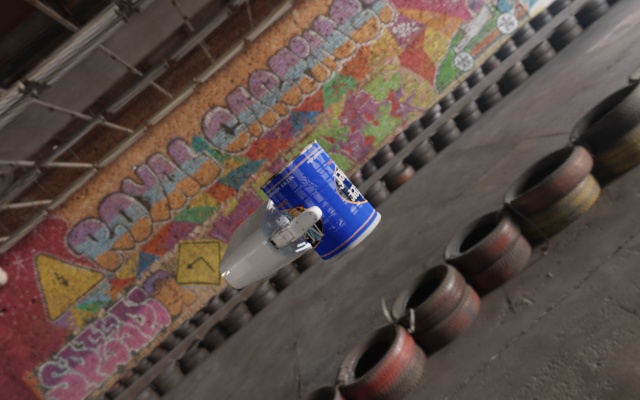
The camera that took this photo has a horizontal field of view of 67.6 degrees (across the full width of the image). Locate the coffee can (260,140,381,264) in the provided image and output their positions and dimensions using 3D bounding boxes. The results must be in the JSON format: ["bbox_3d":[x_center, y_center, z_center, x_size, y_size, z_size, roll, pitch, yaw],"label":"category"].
[{"bbox_3d":[0.000,0.002,0.664,0.103,0.140,0.103,-40,5,4],"label":"coffee can"}]
